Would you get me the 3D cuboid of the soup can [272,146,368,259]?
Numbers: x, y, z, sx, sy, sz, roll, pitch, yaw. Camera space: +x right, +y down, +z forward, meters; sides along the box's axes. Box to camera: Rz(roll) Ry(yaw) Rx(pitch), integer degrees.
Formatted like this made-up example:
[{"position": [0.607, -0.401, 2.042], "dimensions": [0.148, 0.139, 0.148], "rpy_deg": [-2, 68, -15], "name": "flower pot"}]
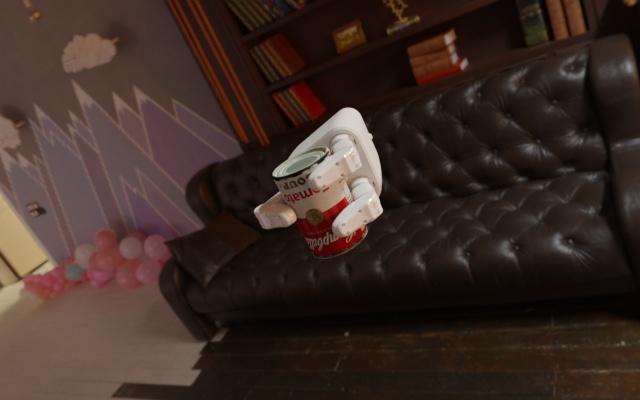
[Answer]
[{"position": [0.000, 0.002, 0.512], "dimensions": [0.068, 0.102, 0.068], "rpy_deg": [-23, 20, 9], "name": "soup can"}]
